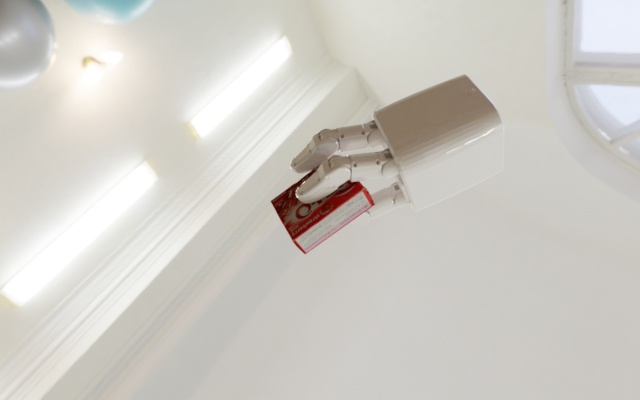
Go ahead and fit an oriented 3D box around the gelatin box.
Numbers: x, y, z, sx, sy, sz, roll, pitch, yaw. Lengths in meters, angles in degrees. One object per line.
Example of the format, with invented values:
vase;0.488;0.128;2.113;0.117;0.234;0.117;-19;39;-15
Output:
gelatin box;0.000;0.002;0.492;0.089;0.030;0.073;-36;41;1
